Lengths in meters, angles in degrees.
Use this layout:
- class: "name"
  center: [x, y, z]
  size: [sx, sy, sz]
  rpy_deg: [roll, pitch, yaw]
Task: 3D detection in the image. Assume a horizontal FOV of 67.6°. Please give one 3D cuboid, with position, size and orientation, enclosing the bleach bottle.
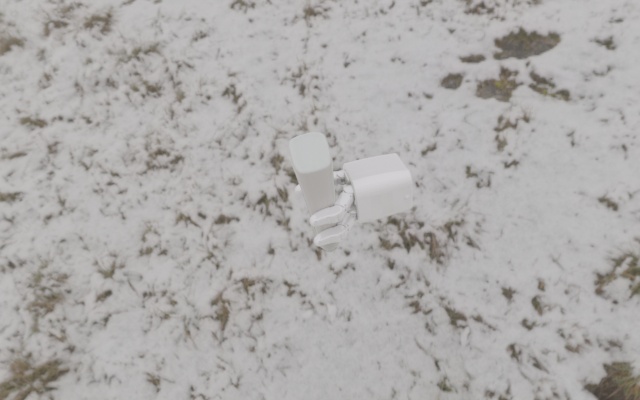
- class: "bleach bottle"
  center: [0.000, 0.003, 0.880]
  size: [0.068, 0.102, 0.251]
  rpy_deg: [-13, -43, -1]
